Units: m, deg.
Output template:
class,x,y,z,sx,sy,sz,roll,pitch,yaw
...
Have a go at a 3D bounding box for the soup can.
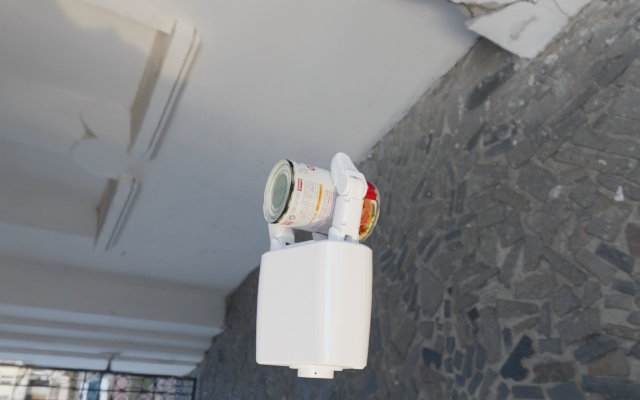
class,x,y,z,sx,sy,sz,roll,pitch,yaw
soup can,0.000,0.001,0.492,0.102,0.068,0.068,14,-6,-27
